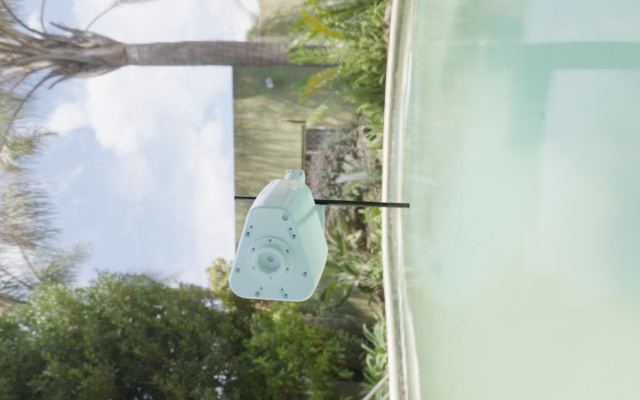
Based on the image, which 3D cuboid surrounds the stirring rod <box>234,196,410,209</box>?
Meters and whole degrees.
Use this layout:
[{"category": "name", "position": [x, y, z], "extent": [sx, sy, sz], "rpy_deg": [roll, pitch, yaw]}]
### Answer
[{"category": "stirring rod", "position": [0.000, 0.002, 0.653], "extent": [0.239, 0.011, 0.011], "rpy_deg": [2, 0, 6]}]
